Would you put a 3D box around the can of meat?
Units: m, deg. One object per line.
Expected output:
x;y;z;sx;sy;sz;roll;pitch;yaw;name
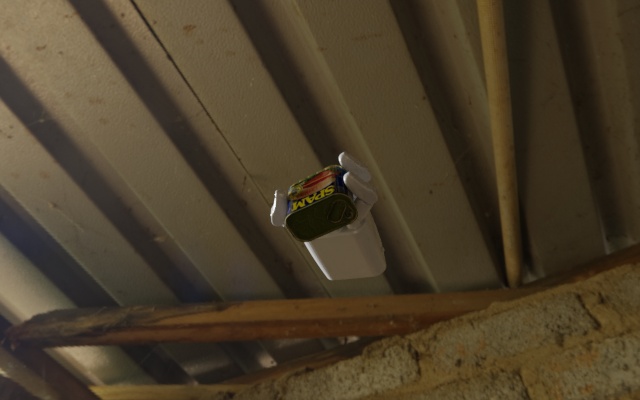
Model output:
0.000;0.002;0.705;0.102;0.057;0.084;-25;33;15;can of meat
